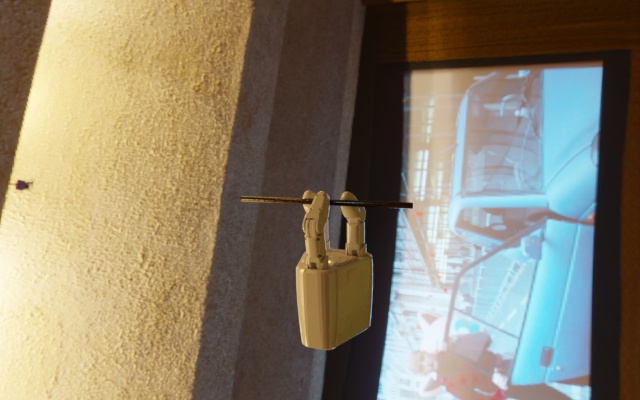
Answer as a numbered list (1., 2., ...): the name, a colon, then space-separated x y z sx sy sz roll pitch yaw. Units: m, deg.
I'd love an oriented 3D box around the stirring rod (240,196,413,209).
1. stirring rod: 0.000 0.002 0.621 0.239 0.011 0.011 2 1 23
